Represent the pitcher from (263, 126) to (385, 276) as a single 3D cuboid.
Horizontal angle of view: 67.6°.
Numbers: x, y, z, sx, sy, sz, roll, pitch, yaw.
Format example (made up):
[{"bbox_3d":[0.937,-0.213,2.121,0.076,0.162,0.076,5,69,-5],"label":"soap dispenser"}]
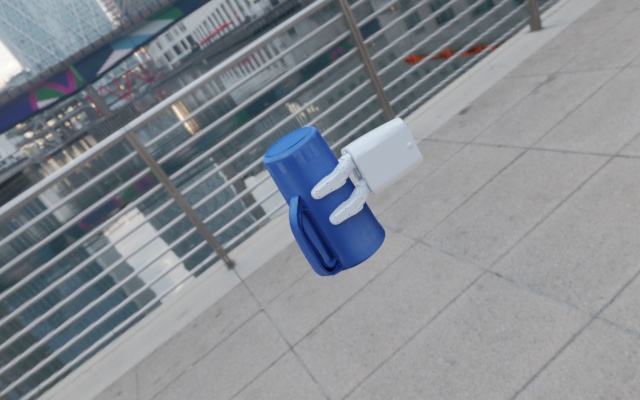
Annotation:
[{"bbox_3d":[0.000,0.003,0.835,0.145,0.243,0.149,-33,21,-1],"label":"pitcher"}]
